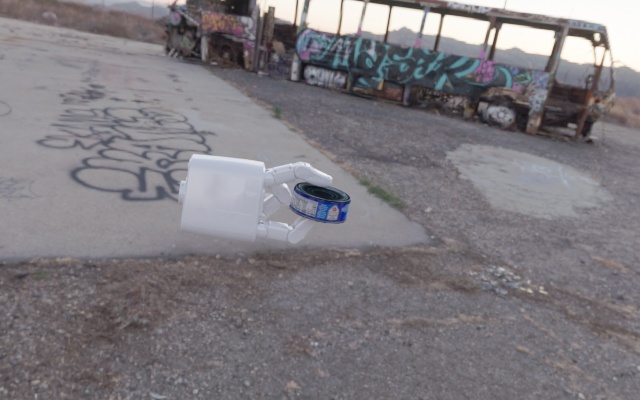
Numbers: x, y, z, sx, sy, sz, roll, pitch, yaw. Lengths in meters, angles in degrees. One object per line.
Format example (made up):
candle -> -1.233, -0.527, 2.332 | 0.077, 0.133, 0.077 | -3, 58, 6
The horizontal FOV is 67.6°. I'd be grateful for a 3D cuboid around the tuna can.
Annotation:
tuna can -> 0.000, 0.002, 0.691 | 0.086, 0.034, 0.086 | 13, 16, -4
